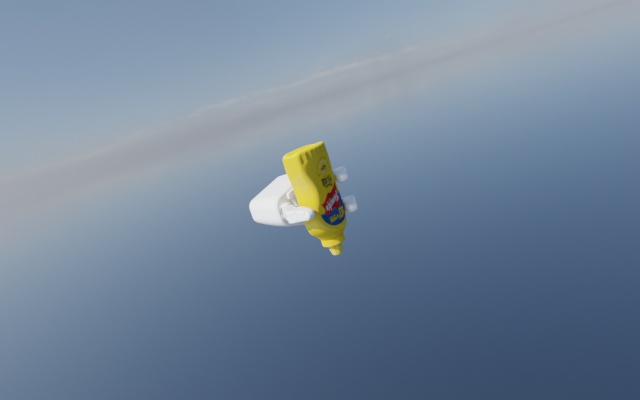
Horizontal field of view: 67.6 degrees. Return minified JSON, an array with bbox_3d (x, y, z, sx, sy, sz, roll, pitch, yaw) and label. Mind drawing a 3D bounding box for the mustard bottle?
[{"bbox_3d":[0.000,0.002,0.809,0.058,0.192,0.096,-11,13,30],"label":"mustard bottle"}]
